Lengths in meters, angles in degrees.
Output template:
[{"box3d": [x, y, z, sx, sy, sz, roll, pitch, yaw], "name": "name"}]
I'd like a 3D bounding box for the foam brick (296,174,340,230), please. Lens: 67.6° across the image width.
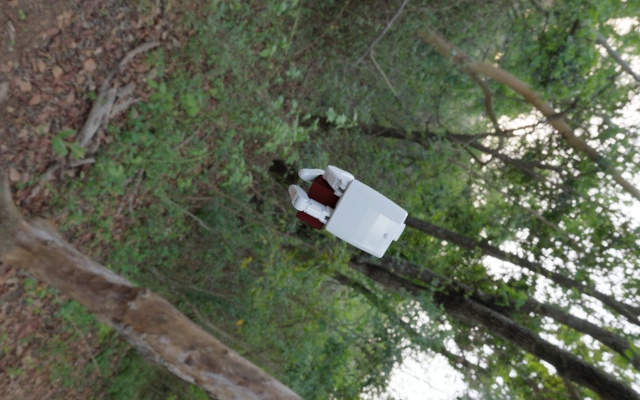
[{"box3d": [0.000, 0.003, 0.831, 0.051, 0.078, 0.053, 30, 21, 4], "name": "foam brick"}]
